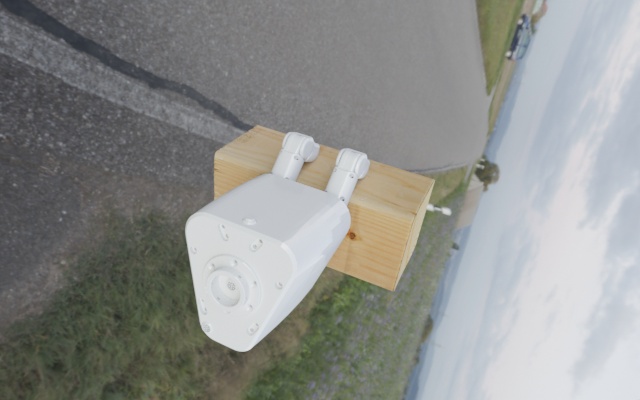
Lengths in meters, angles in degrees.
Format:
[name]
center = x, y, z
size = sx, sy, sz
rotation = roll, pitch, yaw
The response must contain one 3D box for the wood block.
[wood block]
center = 0.000, 0.002, 0.501
size = 0.206, 0.091, 0.090
rotation = 19, 34, 16
